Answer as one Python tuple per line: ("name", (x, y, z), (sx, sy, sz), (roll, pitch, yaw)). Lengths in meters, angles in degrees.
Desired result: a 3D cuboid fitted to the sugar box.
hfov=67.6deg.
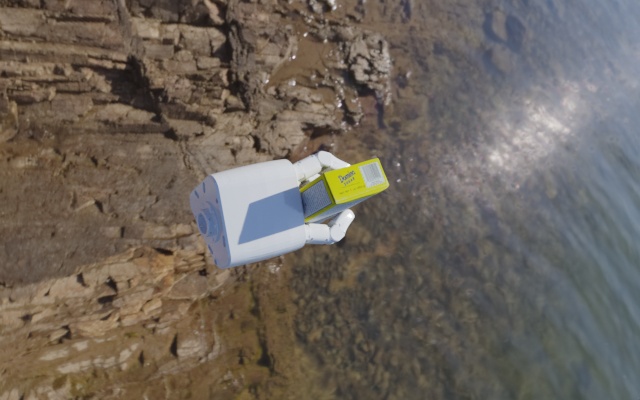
("sugar box", (0.000, 0.002, 0.636), (0.093, 0.048, 0.176), (-17, -6, -37))
